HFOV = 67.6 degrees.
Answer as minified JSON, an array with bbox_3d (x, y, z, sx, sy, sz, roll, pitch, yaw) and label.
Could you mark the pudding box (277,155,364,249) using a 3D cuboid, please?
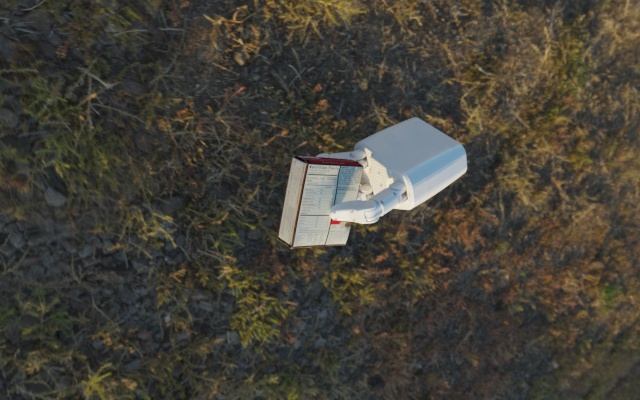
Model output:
[{"bbox_3d":[0.000,0.002,0.601,0.090,0.113,0.039,1,17,-35],"label":"pudding box"}]
